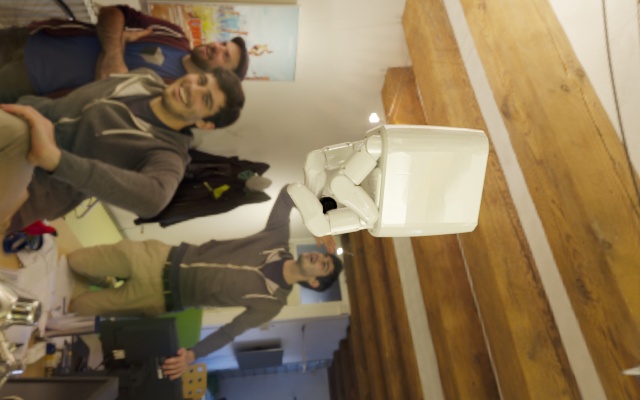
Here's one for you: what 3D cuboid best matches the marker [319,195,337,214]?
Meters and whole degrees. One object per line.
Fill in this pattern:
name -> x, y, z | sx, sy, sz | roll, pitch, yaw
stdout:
marker -> 0.000, 0.002, 0.541 | 0.020, 0.020, 0.121 | 0, 4, -9
